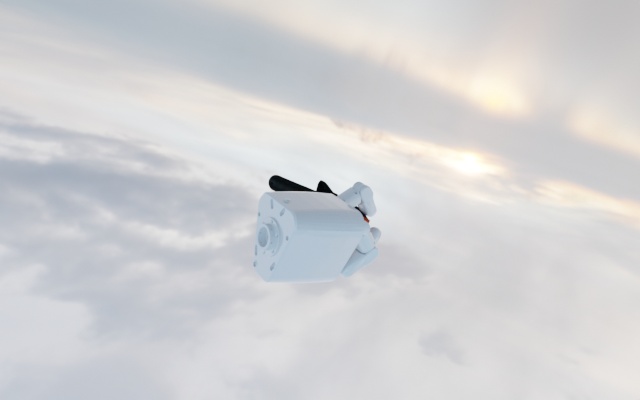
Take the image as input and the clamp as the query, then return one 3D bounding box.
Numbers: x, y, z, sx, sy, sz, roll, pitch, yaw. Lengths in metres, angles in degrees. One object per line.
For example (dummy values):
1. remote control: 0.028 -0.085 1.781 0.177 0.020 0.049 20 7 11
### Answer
1. clamp: 0.000 0.003 0.722 0.120 0.039 0.171 1 21 -35
